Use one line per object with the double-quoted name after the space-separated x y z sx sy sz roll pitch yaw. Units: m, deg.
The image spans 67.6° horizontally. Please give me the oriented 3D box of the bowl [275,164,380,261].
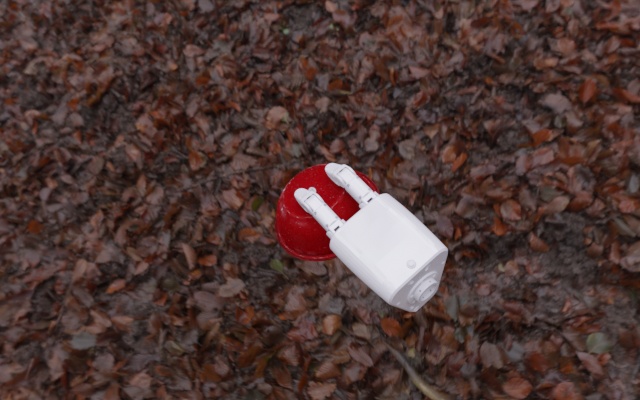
-0.001 0.001 0.668 0.162 0.162 0.055 0 -36 25 "bowl"
